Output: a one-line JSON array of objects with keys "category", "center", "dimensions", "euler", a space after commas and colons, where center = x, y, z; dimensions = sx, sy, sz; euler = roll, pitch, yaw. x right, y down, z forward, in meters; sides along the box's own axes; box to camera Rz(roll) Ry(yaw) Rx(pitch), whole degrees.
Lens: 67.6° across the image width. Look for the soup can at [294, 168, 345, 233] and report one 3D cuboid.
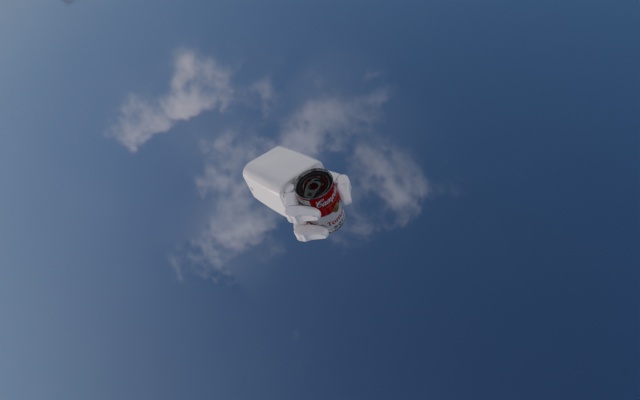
[{"category": "soup can", "center": [0.001, 0.003, 0.828], "dimensions": [0.068, 0.068, 0.102], "euler": [0, -39, 18]}]
